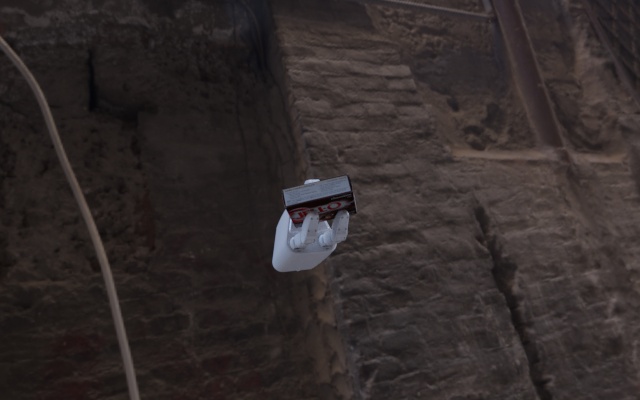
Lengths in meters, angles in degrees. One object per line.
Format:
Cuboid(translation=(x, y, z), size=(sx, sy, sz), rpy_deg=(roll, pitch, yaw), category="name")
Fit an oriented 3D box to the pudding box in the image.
Cuboid(translation=(0.000, 0.002, 0.786), size=(0.113, 0.039, 0.090), rpy_deg=(-15, -24, 2), category="pudding box")
